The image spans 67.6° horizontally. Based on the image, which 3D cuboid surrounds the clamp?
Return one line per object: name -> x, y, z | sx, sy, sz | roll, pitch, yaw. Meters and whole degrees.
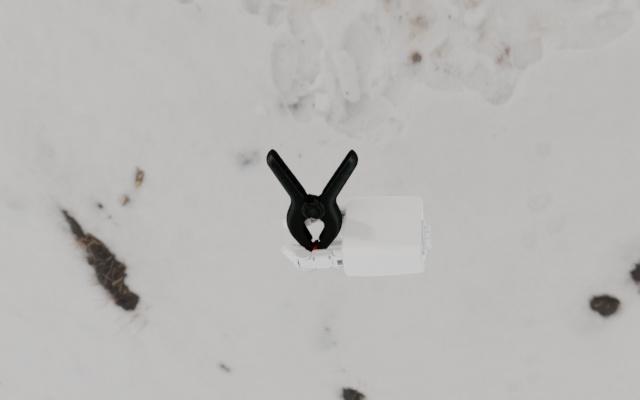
clamp -> 0.000, 0.003, 0.658 | 0.120, 0.172, 0.039 | -4, 30, 14
